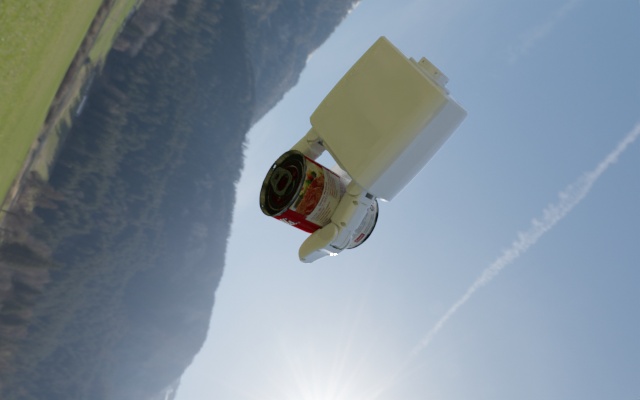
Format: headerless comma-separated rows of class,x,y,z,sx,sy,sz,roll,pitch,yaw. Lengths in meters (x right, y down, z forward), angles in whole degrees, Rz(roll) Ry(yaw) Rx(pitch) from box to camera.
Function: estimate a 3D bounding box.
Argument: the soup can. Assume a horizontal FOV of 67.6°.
soup can,0.000,0.002,0.474,0.102,0.068,0.068,27,-16,-35
